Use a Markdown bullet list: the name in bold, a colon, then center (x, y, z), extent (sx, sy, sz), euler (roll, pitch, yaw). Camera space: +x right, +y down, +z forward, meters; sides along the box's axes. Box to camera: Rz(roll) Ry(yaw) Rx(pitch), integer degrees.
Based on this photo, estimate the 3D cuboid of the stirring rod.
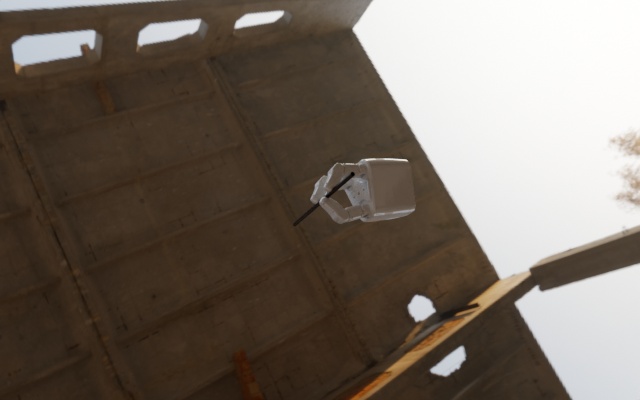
- **stirring rod**: center (0.000, 0.003, 0.881), extent (0.011, 0.011, 0.240), euler (0, -23, -29)
